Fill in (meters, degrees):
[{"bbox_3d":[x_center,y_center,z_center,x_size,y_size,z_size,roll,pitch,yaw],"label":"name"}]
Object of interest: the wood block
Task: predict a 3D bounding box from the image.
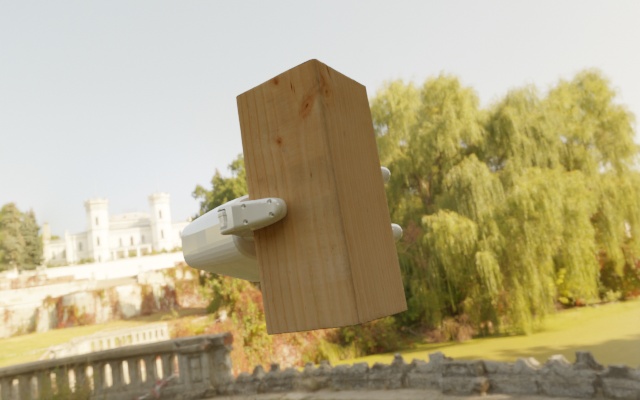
[{"bbox_3d":[0.000,0.001,0.412,0.090,0.206,0.091,-16,-12,33],"label":"wood block"}]
